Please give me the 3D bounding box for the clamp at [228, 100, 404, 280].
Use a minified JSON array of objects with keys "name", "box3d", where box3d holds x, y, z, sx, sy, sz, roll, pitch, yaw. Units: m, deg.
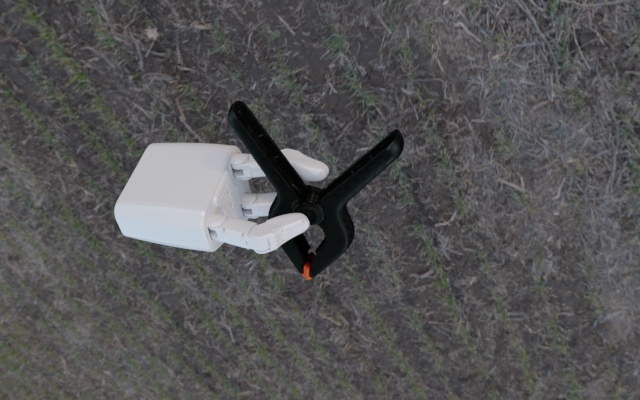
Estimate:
[{"name":"clamp","box3d":[0.000,0.002,0.483,0.164,0.210,0.036,8,40,17]}]
